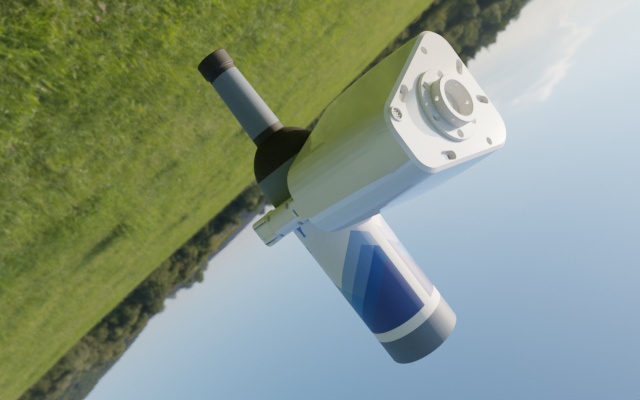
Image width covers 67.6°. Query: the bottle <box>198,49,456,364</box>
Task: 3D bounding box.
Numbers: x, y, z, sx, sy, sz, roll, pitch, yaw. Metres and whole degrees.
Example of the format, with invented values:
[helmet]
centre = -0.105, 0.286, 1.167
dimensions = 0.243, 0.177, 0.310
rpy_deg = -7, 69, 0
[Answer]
[bottle]
centre = 0.000, 0.002, 0.400
dimensions = 0.069, 0.296, 0.069
rpy_deg = -37, 5, 4
